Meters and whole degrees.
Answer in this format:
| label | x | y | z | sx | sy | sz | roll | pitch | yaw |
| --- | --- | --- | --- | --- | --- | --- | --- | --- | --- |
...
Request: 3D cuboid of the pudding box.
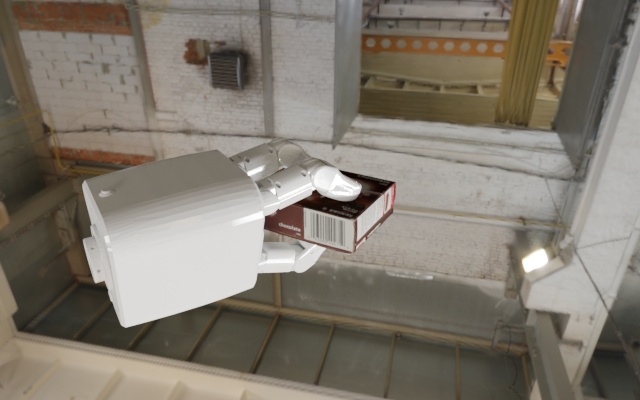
| label | x | y | z | sx | sy | sz | roll | pitch | yaw |
| --- | --- | --- | --- | --- | --- | --- | --- | --- | --- |
| pudding box | 0.000 | 0.002 | 0.437 | 0.113 | 0.039 | 0.090 | 16 | 30 | 25 |
